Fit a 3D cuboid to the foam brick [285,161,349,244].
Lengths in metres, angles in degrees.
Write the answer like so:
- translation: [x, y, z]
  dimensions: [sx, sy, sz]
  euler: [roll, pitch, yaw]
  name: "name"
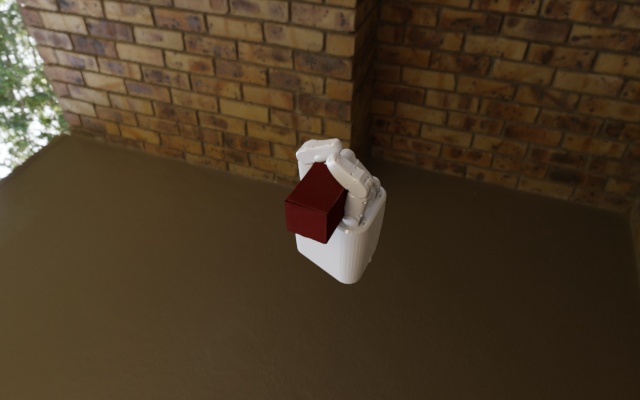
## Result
- translation: [0.000, 0.002, 0.549]
  dimensions: [0.053, 0.051, 0.078]
  euler: [20, 46, 18]
  name: "foam brick"
